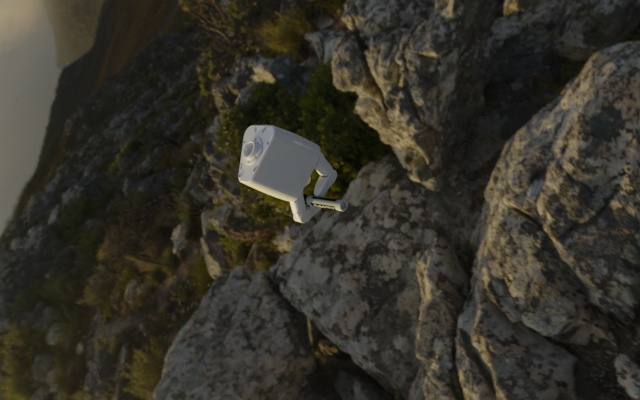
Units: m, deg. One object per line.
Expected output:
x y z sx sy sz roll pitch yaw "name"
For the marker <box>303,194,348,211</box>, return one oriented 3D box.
0.000 0.003 0.857 0.020 0.020 0.121 0 6 -42 "marker"
